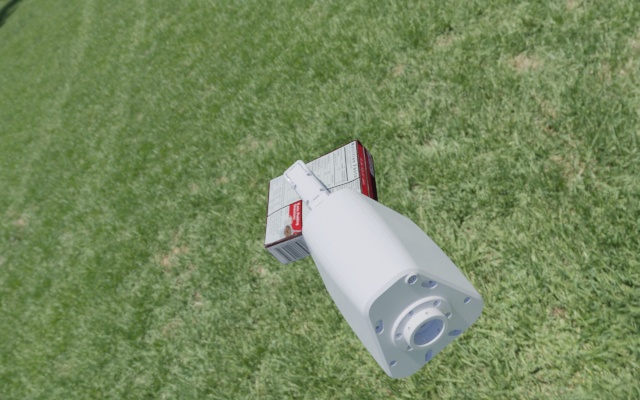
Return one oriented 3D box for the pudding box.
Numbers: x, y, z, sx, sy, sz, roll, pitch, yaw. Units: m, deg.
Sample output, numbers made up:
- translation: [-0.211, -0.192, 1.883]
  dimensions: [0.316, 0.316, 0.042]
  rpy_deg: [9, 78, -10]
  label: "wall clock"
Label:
- translation: [0.000, 0.001, 0.466]
  dimensions: [0.113, 0.090, 0.039]
  rpy_deg: [-22, -45, 23]
  label: "pudding box"
